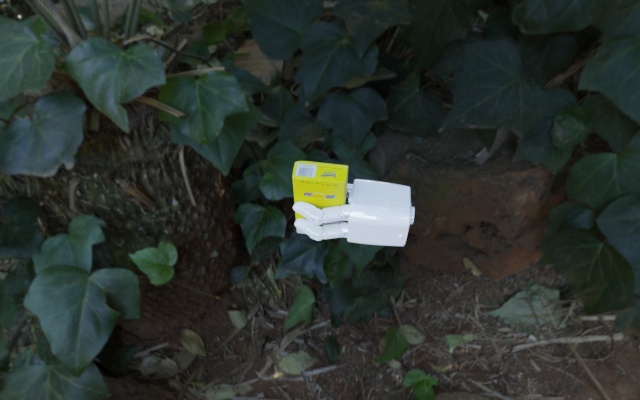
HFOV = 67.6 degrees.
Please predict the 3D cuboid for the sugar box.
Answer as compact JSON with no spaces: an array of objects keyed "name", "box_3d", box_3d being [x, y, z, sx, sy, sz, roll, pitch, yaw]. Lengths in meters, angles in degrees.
[{"name":"sugar box","box_3d":[0.000,0.003,0.872,0.093,0.048,0.176,6,-38,6]}]
